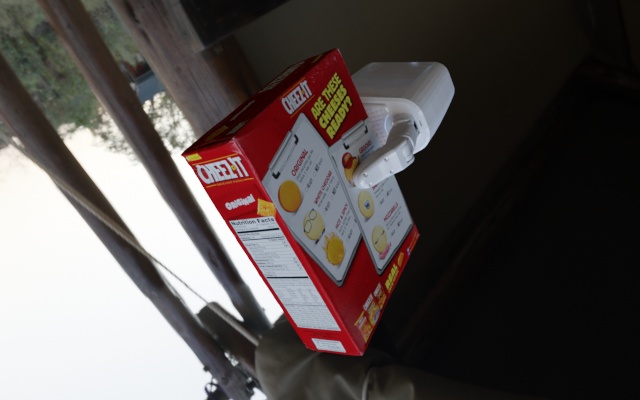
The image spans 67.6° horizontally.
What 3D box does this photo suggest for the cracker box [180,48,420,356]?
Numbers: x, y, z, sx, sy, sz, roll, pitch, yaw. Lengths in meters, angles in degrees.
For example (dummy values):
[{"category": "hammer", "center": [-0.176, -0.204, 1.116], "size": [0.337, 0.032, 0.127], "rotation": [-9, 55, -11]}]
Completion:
[{"category": "cracker box", "center": [0.000, 0.002, 0.426], "size": [0.072, 0.214, 0.164], "rotation": [-9, 30, 38]}]
